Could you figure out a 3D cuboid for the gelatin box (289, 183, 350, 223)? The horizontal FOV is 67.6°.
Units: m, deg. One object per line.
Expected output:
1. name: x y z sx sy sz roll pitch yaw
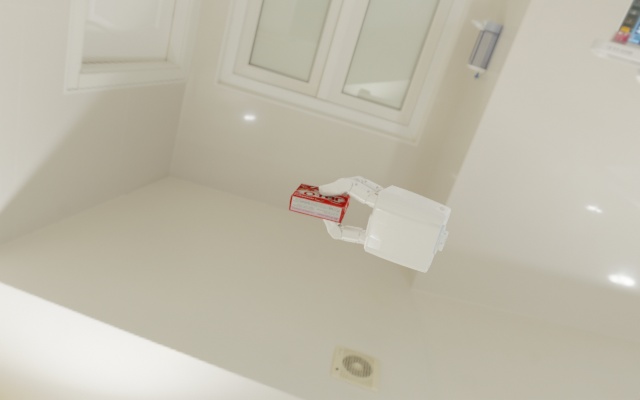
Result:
1. gelatin box: 0.000 0.003 0.783 0.089 0.030 0.073 13 19 7
